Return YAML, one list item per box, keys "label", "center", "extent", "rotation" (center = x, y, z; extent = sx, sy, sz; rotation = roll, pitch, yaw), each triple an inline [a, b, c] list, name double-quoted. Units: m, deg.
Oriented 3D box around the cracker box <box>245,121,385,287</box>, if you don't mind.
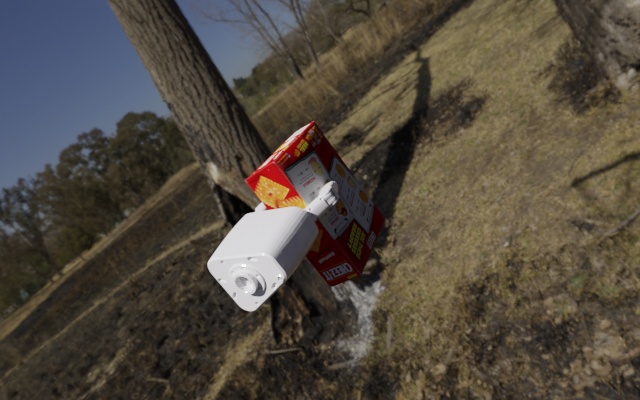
- label: "cracker box"
  center: [0.000, 0.002, 0.759]
  extent: [0.072, 0.214, 0.164]
  rotation: [-28, 16, 33]
